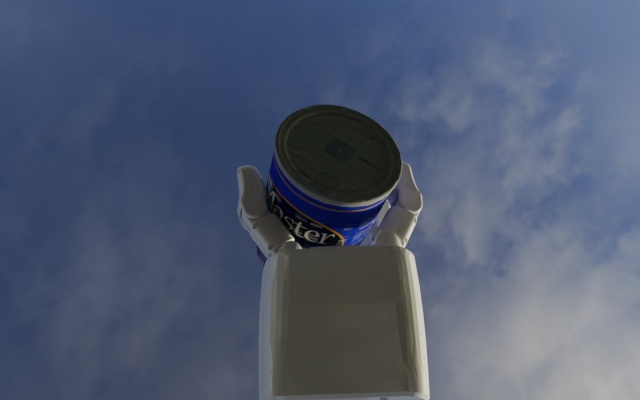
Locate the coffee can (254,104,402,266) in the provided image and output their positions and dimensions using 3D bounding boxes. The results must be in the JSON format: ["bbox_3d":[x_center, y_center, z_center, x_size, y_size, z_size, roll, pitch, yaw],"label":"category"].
[{"bbox_3d":[0.000,0.001,0.426,0.103,0.102,0.140,0,-36,-16],"label":"coffee can"}]
